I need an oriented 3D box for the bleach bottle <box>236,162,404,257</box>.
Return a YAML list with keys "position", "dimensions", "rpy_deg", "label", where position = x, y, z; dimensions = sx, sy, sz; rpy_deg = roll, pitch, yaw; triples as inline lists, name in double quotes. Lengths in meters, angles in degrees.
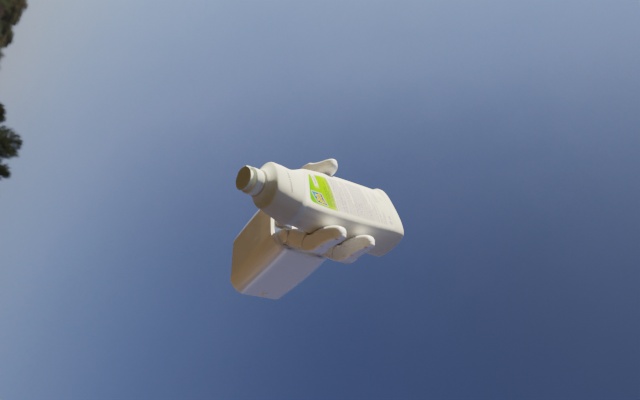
- position: [0.000, 0.002, 0.615]
  dimensions: [0.251, 0.102, 0.068]
  rpy_deg: [21, -56, -41]
  label: "bleach bottle"
